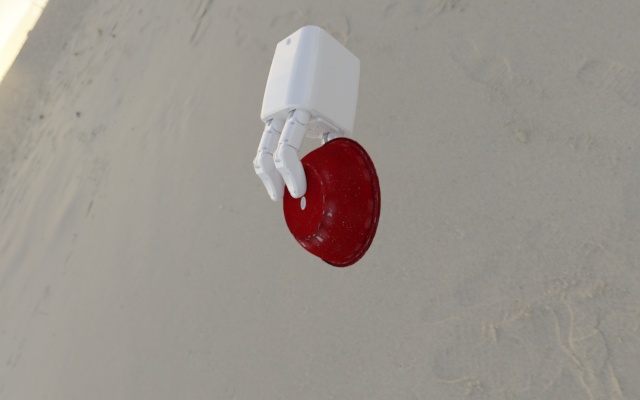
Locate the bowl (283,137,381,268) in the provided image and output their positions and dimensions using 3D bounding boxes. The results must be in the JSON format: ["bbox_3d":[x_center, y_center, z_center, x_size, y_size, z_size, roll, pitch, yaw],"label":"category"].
[{"bbox_3d":[0.000,0.003,0.577,0.055,0.162,0.162,0,0,-35],"label":"bowl"}]
